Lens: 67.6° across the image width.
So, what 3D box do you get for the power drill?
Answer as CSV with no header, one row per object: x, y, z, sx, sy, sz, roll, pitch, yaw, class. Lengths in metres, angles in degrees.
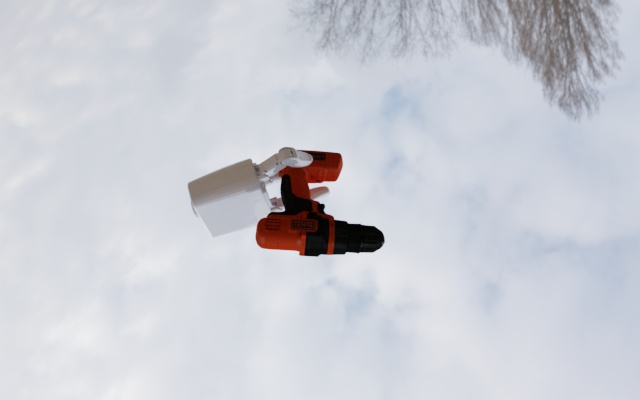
0.000,0.002,0.728,0.184,0.057,0.187,4,44,-5,power drill
